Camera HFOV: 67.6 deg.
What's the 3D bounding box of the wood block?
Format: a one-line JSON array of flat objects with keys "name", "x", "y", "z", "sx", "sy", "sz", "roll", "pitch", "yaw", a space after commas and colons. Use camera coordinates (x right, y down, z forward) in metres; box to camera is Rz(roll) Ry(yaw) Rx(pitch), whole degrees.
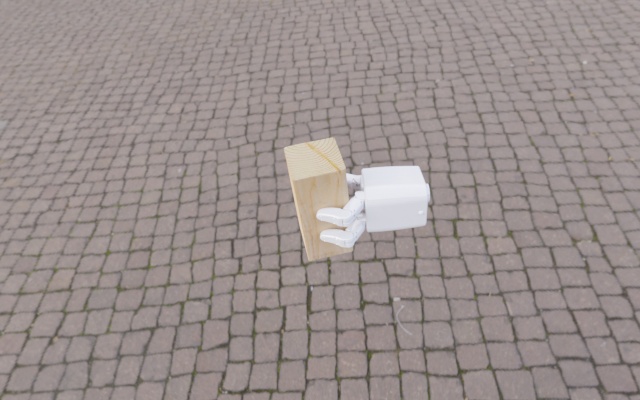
[{"name": "wood block", "x": 0.000, "y": 0.002, "z": 0.851, "sx": 0.090, "sy": 0.206, "sz": 0.090, "roll": -12, "pitch": 45, "yaw": -4}]
